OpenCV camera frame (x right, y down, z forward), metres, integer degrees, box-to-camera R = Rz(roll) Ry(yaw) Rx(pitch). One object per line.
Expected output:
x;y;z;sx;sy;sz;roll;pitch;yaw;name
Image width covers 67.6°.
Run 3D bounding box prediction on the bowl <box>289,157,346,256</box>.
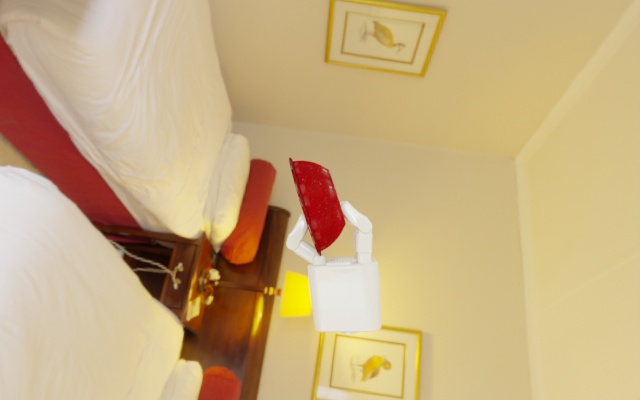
0.000;0.001;0.745;0.055;0.162;0.162;-18;0;1;bowl
